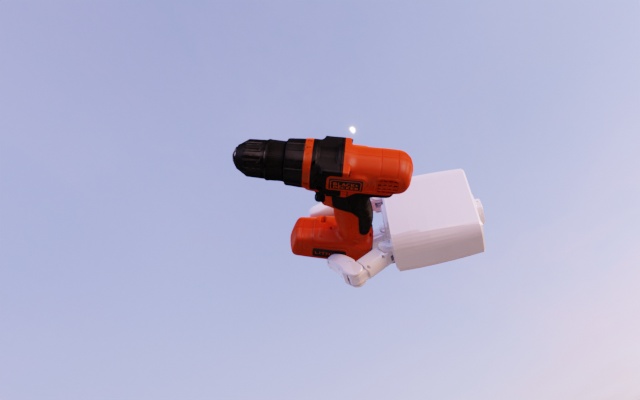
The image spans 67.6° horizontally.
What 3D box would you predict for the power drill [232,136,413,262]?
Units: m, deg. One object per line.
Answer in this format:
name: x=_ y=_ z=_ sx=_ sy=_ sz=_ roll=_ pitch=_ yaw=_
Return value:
power drill: x=0.000 y=0.002 z=0.545 sx=0.184 sy=0.057 sz=0.188 roll=7 pitch=-32 yaw=3
